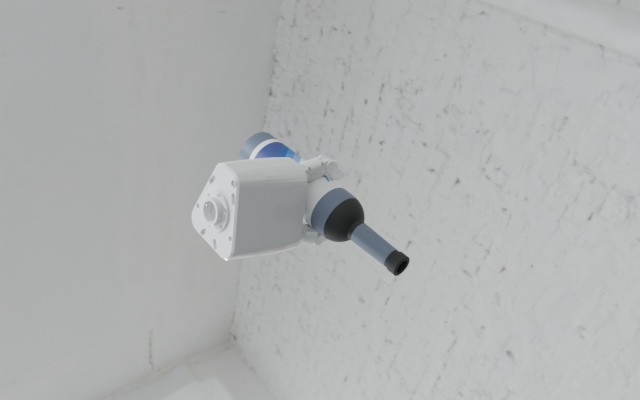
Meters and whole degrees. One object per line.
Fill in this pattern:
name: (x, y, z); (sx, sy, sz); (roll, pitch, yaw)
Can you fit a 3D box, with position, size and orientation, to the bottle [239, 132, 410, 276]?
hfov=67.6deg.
bottle: (0.000, 0.002, 0.642); (0.295, 0.069, 0.069); (38, 24, 34)
